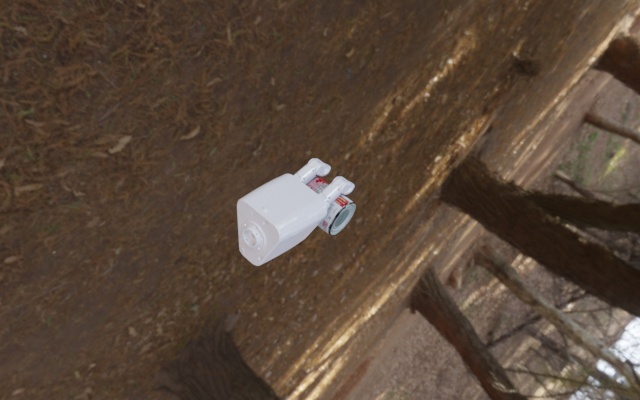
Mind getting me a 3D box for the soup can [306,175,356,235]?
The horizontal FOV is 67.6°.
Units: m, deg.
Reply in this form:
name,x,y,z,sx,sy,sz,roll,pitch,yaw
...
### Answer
name,x,y,z,sx,sy,sz,roll,pitch,yaw
soup can,0.001,0.003,0.807,0.102,0.068,0.068,37,15,21
